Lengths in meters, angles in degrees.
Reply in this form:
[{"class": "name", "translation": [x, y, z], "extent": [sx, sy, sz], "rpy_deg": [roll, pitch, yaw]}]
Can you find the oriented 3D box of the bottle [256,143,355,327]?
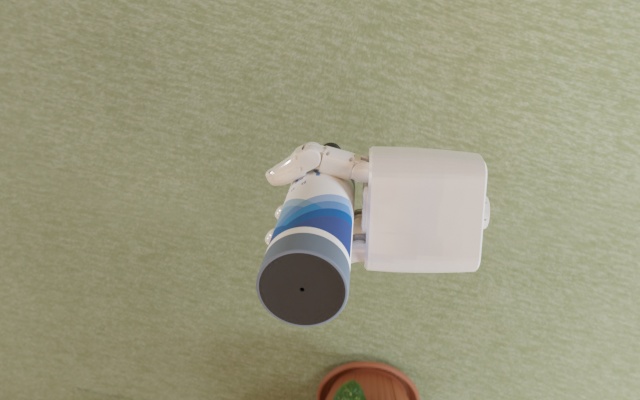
[{"class": "bottle", "translation": [0.000, 0.002, 0.469], "extent": [0.069, 0.069, 0.295], "rpy_deg": [0, 25, 6]}]
